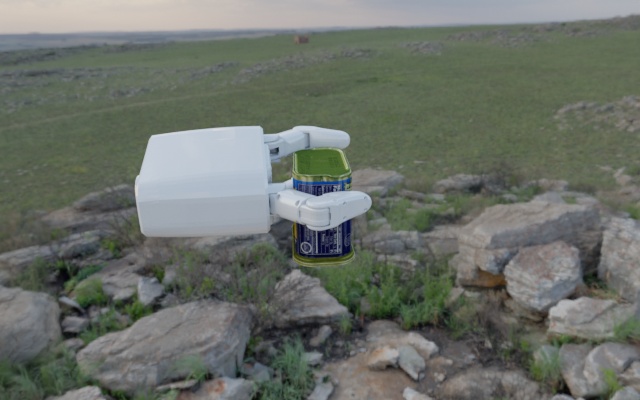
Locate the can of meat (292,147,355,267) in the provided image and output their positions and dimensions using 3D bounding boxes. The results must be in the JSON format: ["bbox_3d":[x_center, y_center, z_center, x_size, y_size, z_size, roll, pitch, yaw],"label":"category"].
[{"bbox_3d":[0.000,0.001,0.452,0.057,0.084,0.102,-2,21,-3],"label":"can of meat"}]
